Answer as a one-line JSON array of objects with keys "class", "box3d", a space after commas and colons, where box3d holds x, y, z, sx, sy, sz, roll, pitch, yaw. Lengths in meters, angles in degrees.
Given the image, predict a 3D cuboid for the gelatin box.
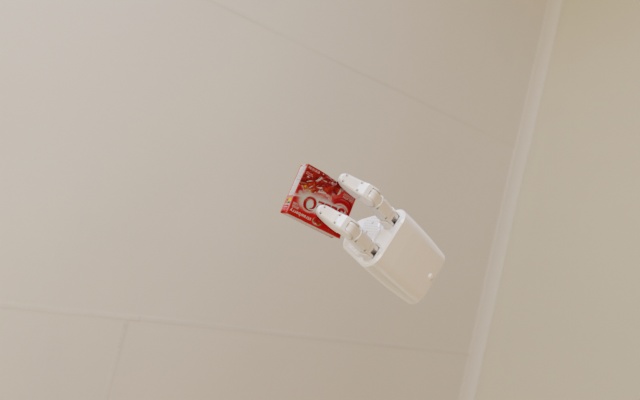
[{"class": "gelatin box", "box3d": [0.000, 0.002, 0.653, 0.089, 0.073, 0.030, 28, -12, -22]}]
